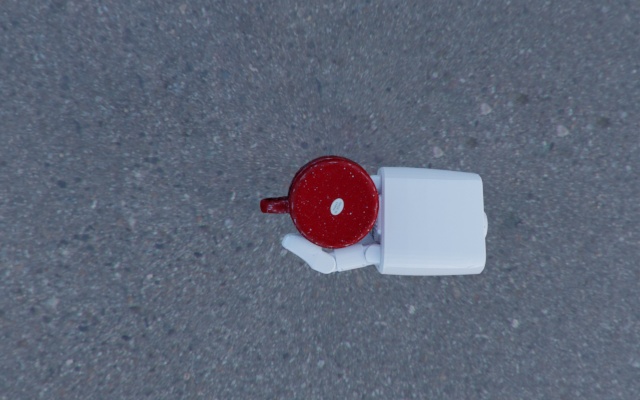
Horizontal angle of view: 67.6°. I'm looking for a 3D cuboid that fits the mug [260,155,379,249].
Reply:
[{"bbox_3d":[-0.001,0.001,0.460,0.117,0.093,0.081,-1,3,-1],"label":"mug"}]
